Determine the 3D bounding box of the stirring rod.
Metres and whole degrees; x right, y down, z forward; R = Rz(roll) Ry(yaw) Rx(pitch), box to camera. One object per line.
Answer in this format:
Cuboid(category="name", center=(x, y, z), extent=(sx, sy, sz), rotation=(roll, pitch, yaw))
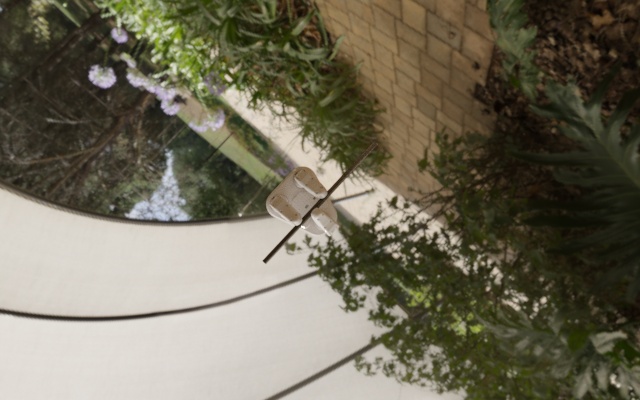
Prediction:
Cuboid(category="stirring rod", center=(0.000, 0.002, 0.700), extent=(0.011, 0.239, 0.011), rotation=(43, -3, 3))
